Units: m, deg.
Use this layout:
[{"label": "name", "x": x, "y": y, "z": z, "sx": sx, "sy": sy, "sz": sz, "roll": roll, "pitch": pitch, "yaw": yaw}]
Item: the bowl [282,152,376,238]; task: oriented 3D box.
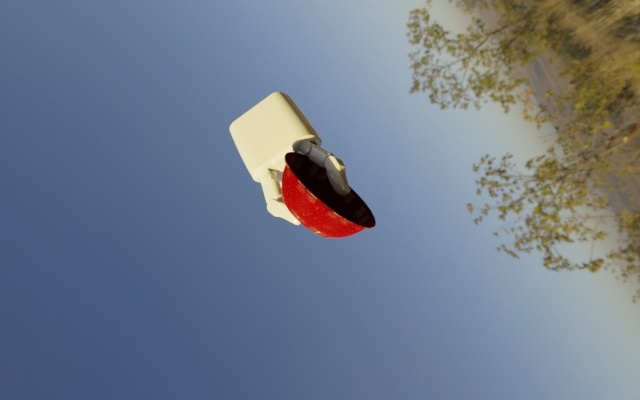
[{"label": "bowl", "x": 0.000, "y": 0.003, "z": 0.680, "sx": 0.162, "sy": 0.055, "sz": 0.162, "roll": 35, "pitch": 17, "yaw": -13}]
